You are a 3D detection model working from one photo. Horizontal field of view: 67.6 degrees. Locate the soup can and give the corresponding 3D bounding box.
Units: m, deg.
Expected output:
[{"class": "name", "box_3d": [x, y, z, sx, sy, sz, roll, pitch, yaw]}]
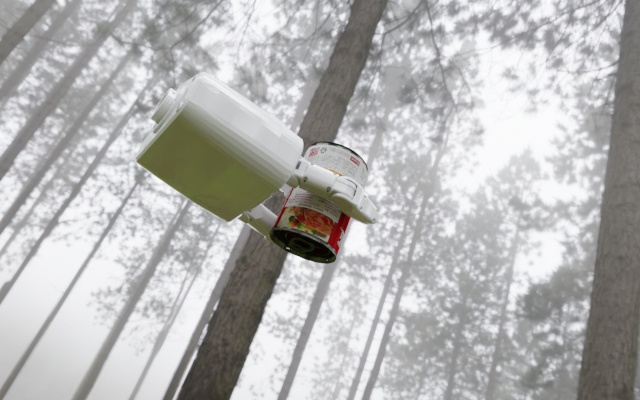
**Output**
[{"class": "soup can", "box_3d": [0.001, 0.002, 0.471, 0.068, 0.102, 0.068, 18, -25, 9]}]
